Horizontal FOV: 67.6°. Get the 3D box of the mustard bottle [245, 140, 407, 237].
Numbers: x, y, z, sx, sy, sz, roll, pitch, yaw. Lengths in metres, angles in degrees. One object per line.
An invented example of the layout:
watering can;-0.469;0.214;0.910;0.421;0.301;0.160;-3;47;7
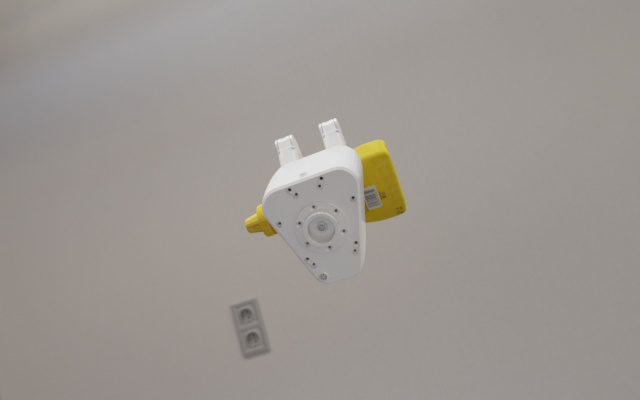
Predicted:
mustard bottle;0.000;0.002;0.573;0.191;0.096;0.058;-19;37;8
